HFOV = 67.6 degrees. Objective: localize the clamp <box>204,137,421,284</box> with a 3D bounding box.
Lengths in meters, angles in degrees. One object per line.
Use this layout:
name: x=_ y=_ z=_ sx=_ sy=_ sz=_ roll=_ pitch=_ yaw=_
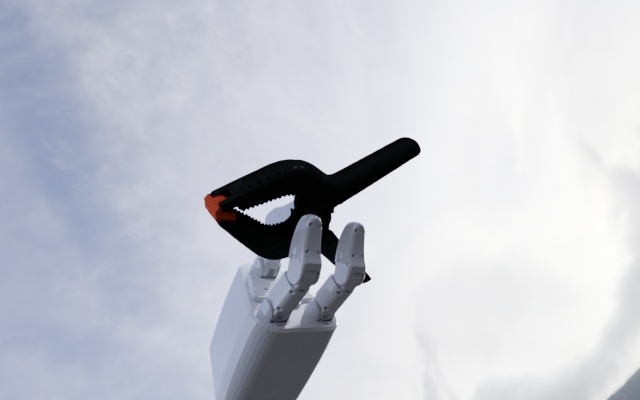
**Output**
clamp: x=-0.001 y=0.001 z=0.438 sx=0.210 sy=0.164 sz=0.036 roll=11 pitch=18 yaw=-39
